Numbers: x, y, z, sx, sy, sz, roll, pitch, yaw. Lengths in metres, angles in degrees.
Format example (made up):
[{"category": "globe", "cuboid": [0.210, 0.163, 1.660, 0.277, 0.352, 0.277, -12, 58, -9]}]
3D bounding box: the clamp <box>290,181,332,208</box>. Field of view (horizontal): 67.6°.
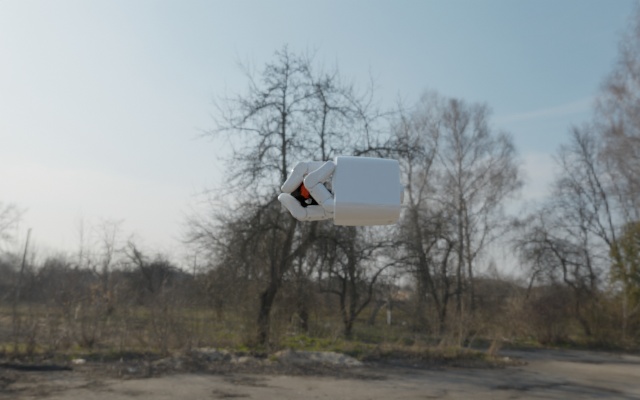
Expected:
[{"category": "clamp", "cuboid": [0.000, 0.002, 0.874, 0.120, 0.039, 0.171, 2, -12, 2]}]
